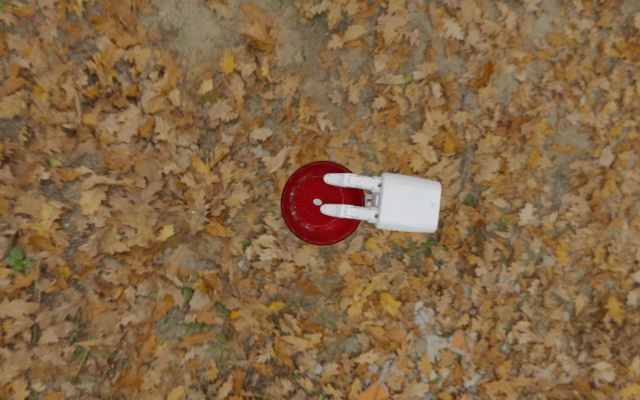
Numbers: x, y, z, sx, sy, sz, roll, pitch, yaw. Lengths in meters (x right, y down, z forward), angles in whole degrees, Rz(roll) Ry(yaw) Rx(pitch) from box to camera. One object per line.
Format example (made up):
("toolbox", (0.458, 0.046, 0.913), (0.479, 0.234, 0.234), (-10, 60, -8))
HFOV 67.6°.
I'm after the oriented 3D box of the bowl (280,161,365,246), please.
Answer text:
("bowl", (-0.001, 0.003, 0.876), (0.162, 0.162, 0.055), (0, -4, 8))
